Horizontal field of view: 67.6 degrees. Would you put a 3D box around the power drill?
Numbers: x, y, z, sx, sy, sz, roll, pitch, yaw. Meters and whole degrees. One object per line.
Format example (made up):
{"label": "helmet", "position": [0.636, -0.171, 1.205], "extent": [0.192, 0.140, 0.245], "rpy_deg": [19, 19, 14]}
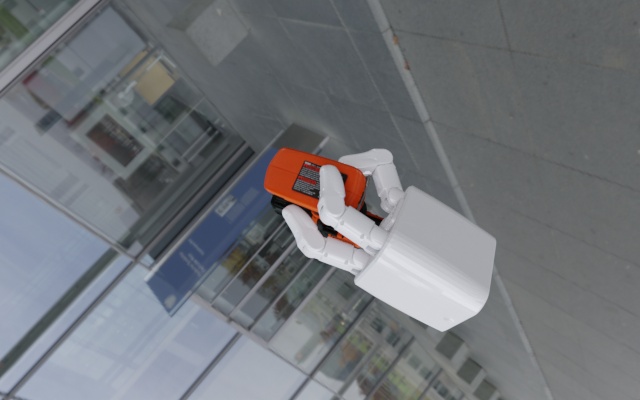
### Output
{"label": "power drill", "position": [0.000, 0.002, 0.574], "extent": [0.184, 0.057, 0.188], "rpy_deg": [17, -12, 19]}
